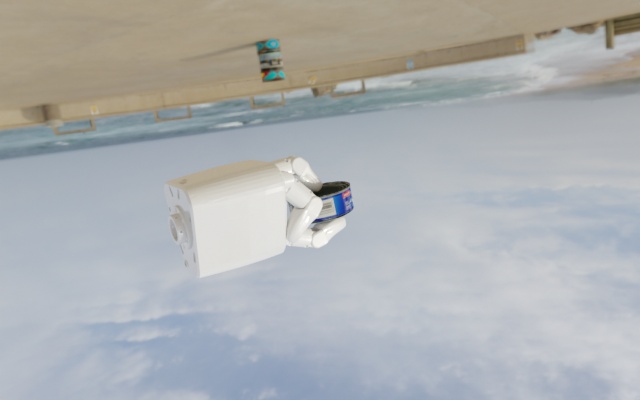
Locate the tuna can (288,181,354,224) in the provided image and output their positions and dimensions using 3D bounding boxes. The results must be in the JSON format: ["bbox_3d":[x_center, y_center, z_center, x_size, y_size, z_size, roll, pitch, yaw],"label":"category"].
[{"bbox_3d":[0.000,0.003,0.627,0.086,0.034,0.086,-12,13,3],"label":"tuna can"}]
